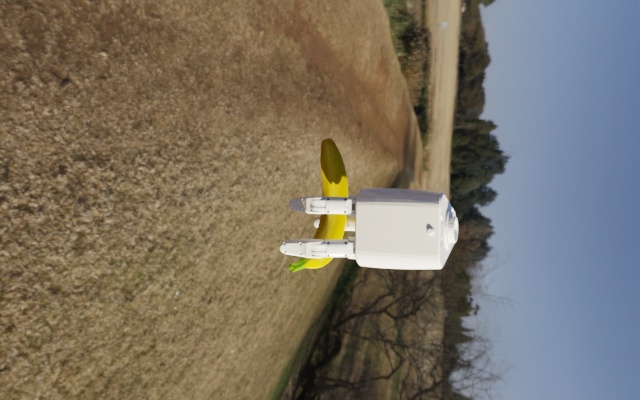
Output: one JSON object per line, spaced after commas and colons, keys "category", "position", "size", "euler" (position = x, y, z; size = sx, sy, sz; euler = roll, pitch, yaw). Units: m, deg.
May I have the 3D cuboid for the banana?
{"category": "banana", "position": [0.010, 0.012, 0.671], "size": [0.037, 0.197, 0.070], "euler": [-1, -22, 39]}
